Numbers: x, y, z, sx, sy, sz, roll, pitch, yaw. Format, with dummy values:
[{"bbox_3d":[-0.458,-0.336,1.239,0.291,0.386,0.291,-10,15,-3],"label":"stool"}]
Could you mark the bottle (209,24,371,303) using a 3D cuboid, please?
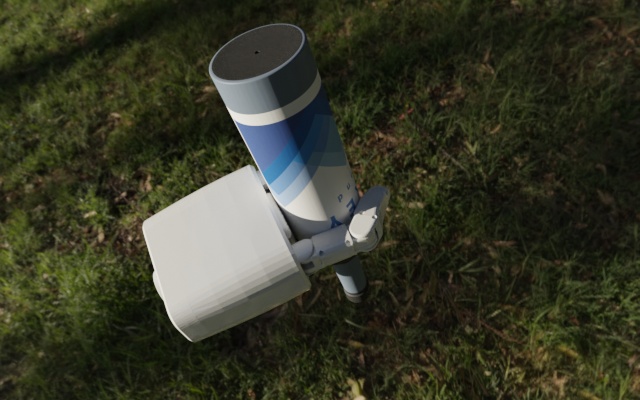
[{"bbox_3d":[0.000,0.001,0.407,0.069,0.069,0.296,0,-41,21],"label":"bottle"}]
